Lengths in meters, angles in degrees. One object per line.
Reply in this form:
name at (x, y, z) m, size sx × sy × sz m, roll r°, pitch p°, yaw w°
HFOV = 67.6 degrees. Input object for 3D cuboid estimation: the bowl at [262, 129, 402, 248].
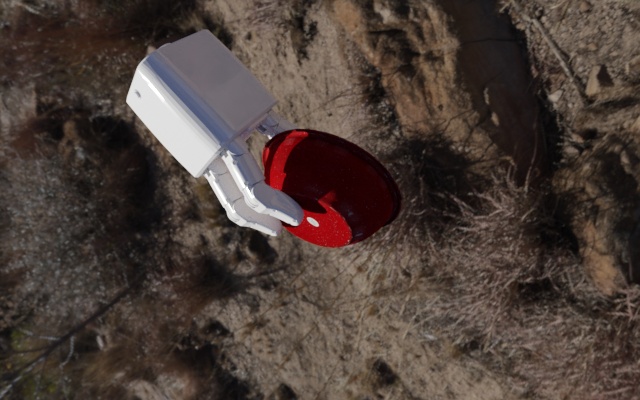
bowl at (0.001, 0.003, 0.504) m, size 0.162 × 0.055 × 0.162 m, roll 19°, pitch -32°, yaw 12°
